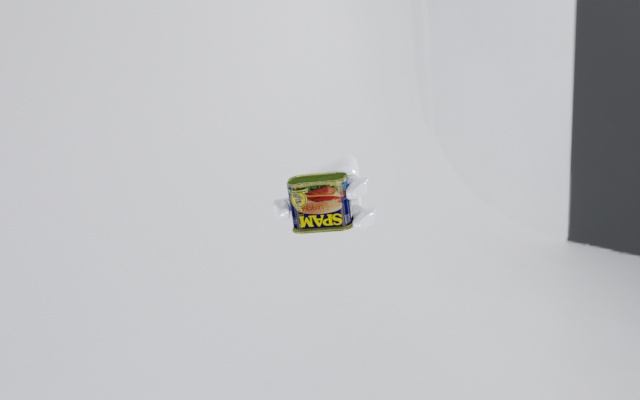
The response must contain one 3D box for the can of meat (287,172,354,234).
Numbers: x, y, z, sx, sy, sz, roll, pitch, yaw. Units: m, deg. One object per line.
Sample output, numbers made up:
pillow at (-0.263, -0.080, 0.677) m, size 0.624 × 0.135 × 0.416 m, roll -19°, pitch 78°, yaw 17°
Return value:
can of meat at (0.000, 0.002, 0.767) m, size 0.102 × 0.084 × 0.057 m, roll -5°, pitch 19°, yaw 10°
